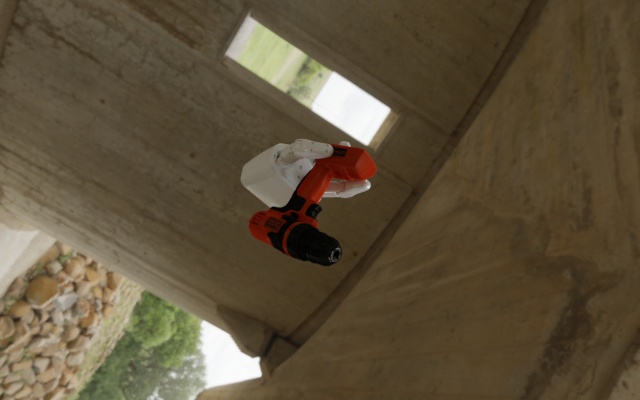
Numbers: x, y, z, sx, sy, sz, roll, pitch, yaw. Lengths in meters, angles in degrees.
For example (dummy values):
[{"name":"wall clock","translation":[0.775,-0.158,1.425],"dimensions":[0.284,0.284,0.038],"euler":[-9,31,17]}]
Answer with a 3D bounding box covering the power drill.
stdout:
[{"name":"power drill","translation":[0.000,0.002,0.698],"dimensions":[0.184,0.187,0.057],"euler":[17,-30,46]}]
